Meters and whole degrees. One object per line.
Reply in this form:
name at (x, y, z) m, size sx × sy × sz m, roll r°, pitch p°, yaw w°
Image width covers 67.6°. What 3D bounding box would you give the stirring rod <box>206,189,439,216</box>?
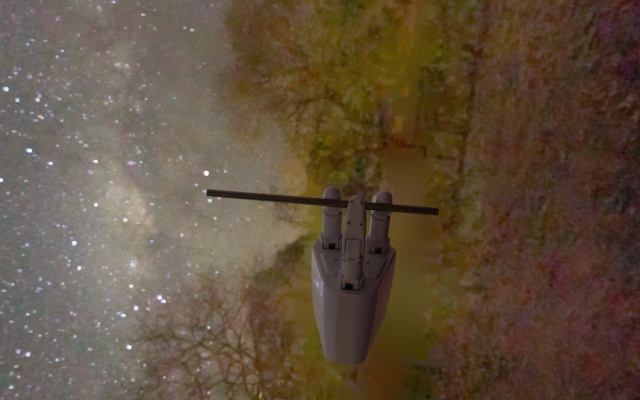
stirring rod at (0.000, 0.002, 0.495) m, size 0.239 × 0.011 × 0.011 m, roll 5°, pitch 0°, yaw 5°
